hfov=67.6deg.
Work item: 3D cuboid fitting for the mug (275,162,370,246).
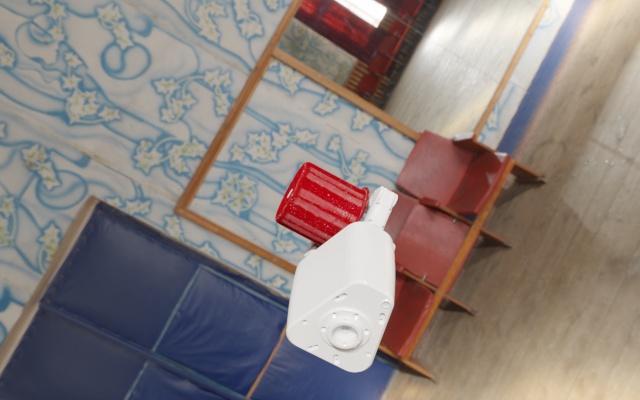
[{"bbox_3d":[0.000,0.001,0.575,0.081,0.093,0.117,28,24,-9],"label":"mug"}]
